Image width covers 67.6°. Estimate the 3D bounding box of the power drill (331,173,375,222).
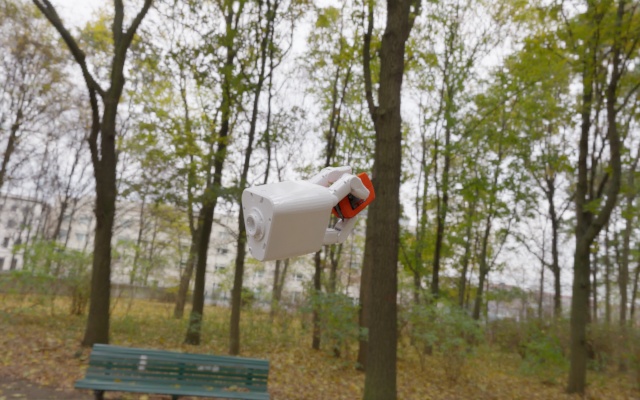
[{"bbox_3d":[0.000,0.003,0.860,0.188,0.057,0.184,-16,13,37],"label":"power drill"}]
